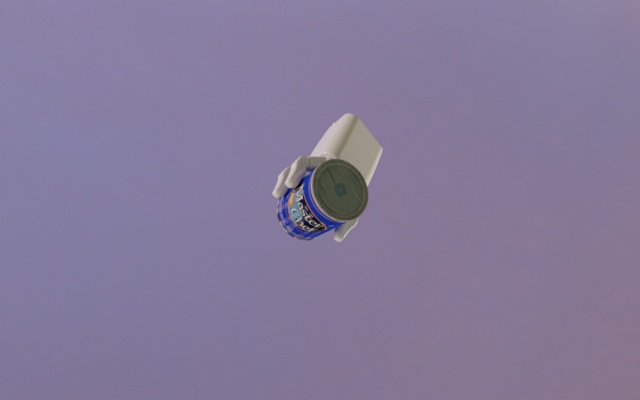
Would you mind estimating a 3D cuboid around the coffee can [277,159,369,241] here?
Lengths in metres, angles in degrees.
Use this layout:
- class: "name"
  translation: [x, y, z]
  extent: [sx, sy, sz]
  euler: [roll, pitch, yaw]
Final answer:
- class: "coffee can"
  translation: [0.000, 0.003, 0.804]
  extent: [0.103, 0.102, 0.140]
  euler: [0, -17, -29]
